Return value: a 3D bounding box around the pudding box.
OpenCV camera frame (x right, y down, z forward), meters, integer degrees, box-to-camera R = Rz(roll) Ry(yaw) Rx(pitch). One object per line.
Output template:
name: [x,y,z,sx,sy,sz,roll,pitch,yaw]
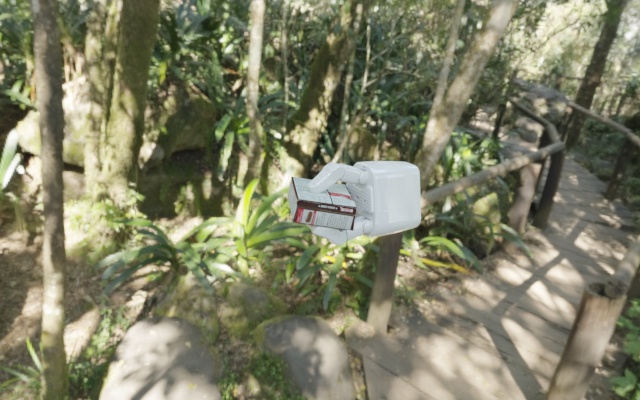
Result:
pudding box: [0.000,0.002,0.713,0.090,0.039,0.113,7,17,-10]
